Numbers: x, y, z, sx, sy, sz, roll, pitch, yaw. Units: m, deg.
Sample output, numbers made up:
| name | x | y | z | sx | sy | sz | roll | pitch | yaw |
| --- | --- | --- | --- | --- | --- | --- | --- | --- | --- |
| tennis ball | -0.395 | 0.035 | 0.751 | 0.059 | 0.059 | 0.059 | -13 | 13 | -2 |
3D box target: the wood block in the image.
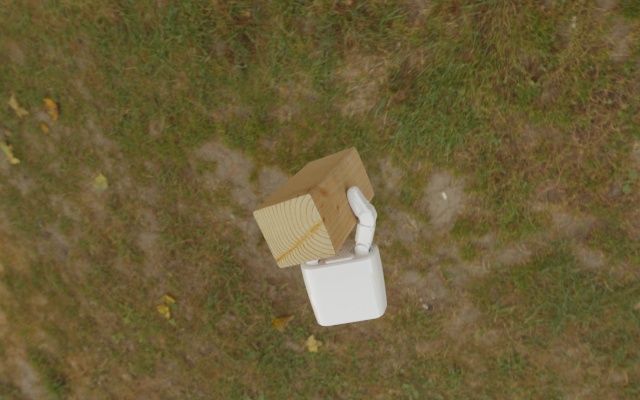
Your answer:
| name | x | y | z | sx | sy | sz | roll | pitch | yaw |
| --- | --- | --- | --- | --- | --- | --- | --- | --- | --- |
| wood block | 0.000 | 0.003 | 0.699 | 0.091 | 0.090 | 0.206 | -16 | 16 | 26 |
